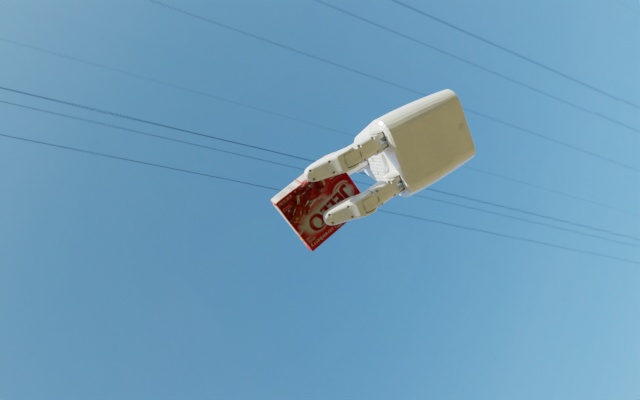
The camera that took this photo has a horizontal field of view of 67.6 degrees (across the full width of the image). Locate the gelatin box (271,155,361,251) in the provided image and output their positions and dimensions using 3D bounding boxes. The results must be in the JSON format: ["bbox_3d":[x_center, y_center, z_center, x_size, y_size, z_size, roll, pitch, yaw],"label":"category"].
[{"bbox_3d":[0.000,0.002,0.552,0.089,0.073,0.030,-39,19,-8],"label":"gelatin box"}]
